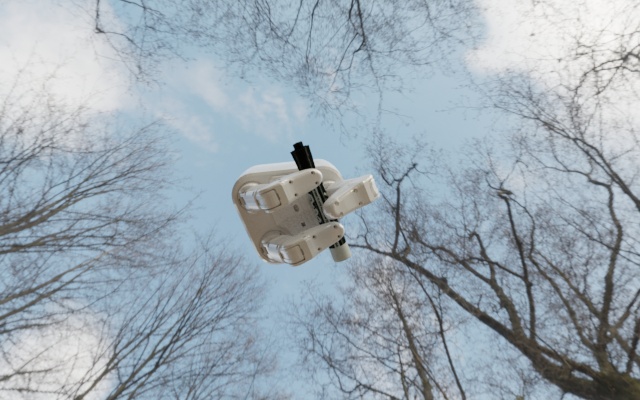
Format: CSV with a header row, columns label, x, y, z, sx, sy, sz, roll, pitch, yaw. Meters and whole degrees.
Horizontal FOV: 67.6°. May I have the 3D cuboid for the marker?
label,x,y,z,sx,sy,sz,roll,pitch,yaw
marker,0.000,0.001,0.455,0.020,0.121,0.020,-21,12,5
